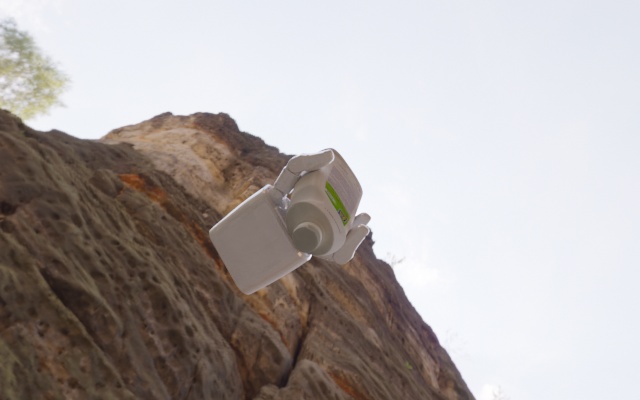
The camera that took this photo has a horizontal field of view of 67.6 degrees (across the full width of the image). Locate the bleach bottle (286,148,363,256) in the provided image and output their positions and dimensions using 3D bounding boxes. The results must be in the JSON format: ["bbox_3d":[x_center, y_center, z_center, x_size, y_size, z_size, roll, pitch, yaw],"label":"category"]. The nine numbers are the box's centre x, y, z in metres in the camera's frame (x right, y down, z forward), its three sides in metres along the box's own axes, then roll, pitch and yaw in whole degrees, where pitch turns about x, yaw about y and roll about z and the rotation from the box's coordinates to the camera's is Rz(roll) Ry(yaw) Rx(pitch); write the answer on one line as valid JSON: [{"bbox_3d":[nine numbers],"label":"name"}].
[{"bbox_3d":[0.000,0.002,0.618,0.068,0.102,0.250,-35,7,17],"label":"bleach bottle"}]
